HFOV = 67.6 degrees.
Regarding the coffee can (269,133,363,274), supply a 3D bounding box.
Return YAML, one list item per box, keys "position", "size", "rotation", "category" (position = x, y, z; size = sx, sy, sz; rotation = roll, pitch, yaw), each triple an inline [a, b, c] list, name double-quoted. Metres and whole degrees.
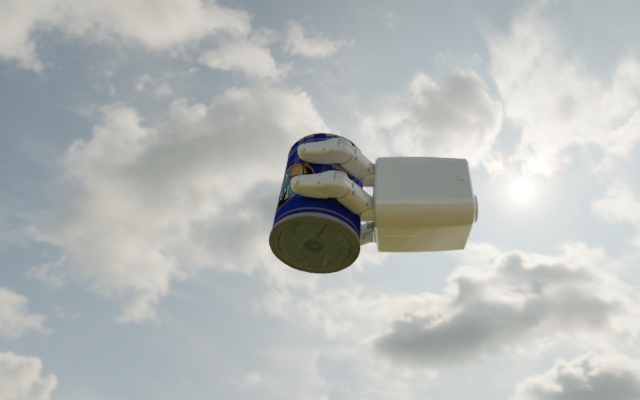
- position: [0.000, 0.002, 0.576]
  size: [0.103, 0.140, 0.103]
  rotation: [4, -43, 4]
  category: "coffee can"
